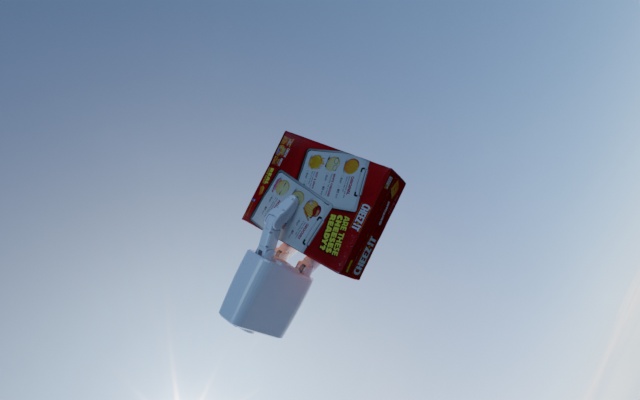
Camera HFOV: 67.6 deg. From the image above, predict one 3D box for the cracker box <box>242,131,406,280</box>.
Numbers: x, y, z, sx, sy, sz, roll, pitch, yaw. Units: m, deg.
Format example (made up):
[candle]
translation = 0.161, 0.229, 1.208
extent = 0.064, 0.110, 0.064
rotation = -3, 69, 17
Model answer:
[cracker box]
translation = 0.000, 0.002, 0.735
extent = 0.213, 0.164, 0.072
rotation = 25, -3, 36
